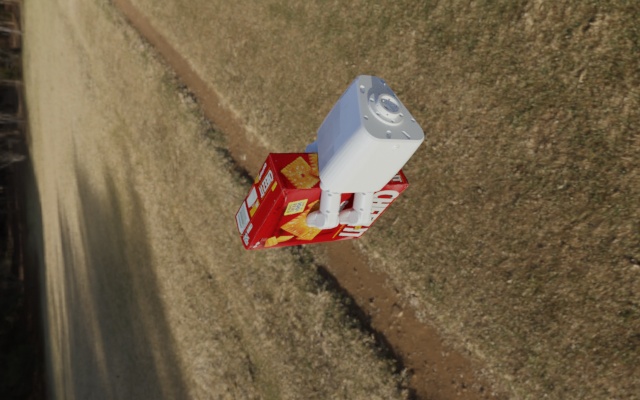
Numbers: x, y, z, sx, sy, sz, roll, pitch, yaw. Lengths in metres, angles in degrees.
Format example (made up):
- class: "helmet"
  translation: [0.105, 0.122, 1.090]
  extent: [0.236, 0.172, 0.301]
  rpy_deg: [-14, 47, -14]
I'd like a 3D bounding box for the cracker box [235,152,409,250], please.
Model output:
- class: "cracker box"
  translation: [0.000, 0.002, 0.716]
  extent: [0.213, 0.072, 0.164]
  rpy_deg: [-3, -32, -31]
